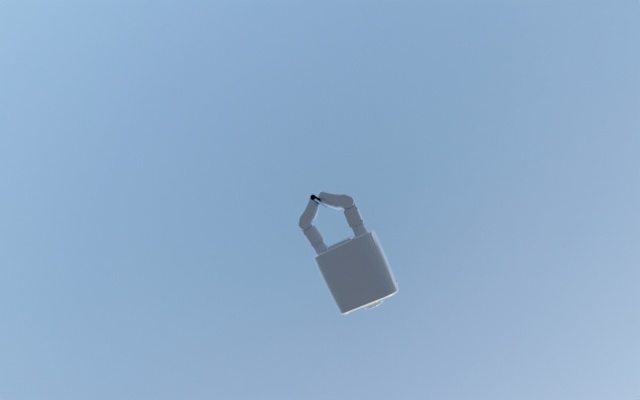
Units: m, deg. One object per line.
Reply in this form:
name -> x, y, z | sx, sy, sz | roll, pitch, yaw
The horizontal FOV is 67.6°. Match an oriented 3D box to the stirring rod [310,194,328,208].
stirring rod -> 0.000, 0.003, 0.805 | 0.011, 0.011, 0.239 | 0, -4, 5
